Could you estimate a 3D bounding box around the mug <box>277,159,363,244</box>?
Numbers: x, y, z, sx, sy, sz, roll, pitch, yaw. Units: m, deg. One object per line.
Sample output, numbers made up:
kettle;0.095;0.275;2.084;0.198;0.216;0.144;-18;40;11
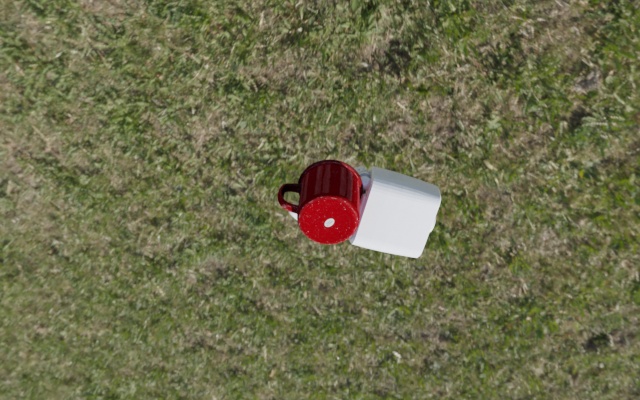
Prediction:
mug;-0.001;0.002;0.643;0.117;0.093;0.081;12;34;-5
